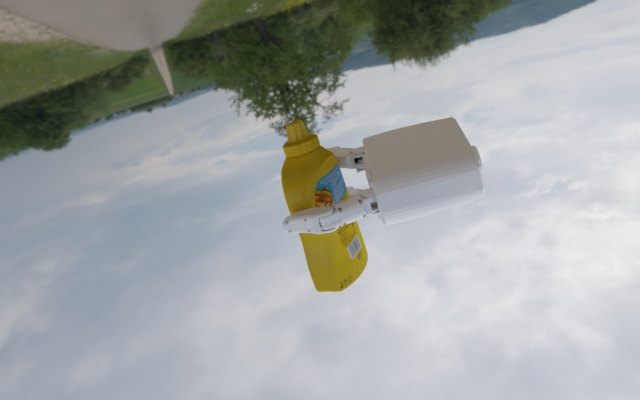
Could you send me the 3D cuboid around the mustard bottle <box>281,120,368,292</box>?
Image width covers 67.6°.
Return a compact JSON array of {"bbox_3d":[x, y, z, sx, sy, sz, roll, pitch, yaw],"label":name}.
[{"bbox_3d":[0.000,0.002,0.546,0.058,0.192,0.096,-7,22,30],"label":"mustard bottle"}]
